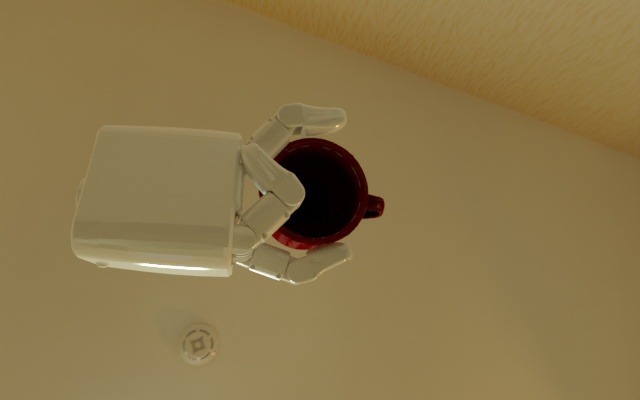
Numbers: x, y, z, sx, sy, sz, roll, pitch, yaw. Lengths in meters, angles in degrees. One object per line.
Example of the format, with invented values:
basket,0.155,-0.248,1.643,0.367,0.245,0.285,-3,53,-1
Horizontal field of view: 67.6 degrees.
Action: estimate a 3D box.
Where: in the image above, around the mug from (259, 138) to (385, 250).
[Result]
mug,0.001,0.002,0.438,0.117,0.093,0.081,5,-14,-9
